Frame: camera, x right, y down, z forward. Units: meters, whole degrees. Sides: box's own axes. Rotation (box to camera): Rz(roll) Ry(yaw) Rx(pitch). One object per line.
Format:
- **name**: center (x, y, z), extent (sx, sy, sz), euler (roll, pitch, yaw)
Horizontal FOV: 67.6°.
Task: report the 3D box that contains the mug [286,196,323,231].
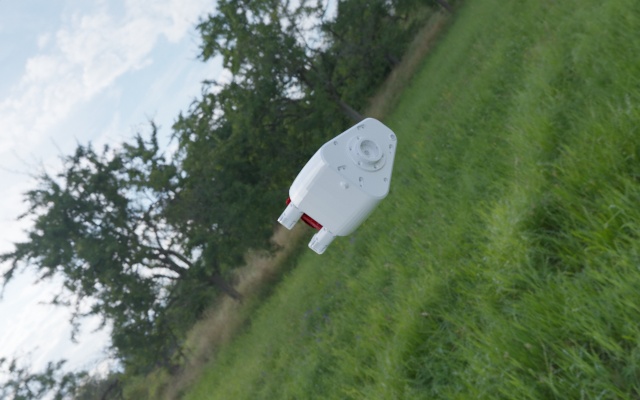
- **mug**: center (-0.001, 0.003, 0.708), extent (0.081, 0.093, 0.117), euler (38, -36, -2)
